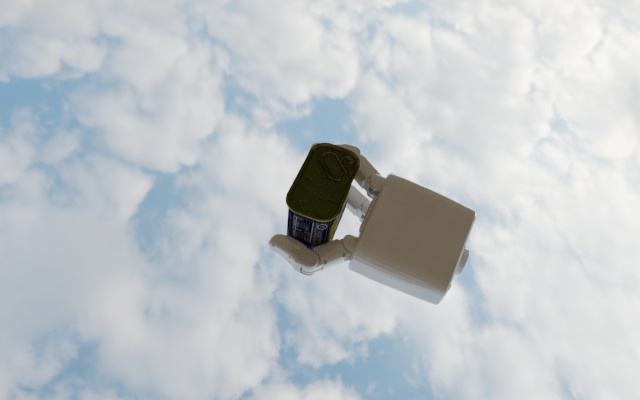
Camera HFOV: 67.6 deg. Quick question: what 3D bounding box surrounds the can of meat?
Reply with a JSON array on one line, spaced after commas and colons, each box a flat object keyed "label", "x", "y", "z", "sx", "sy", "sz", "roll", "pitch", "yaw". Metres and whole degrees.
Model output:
[{"label": "can of meat", "x": 0.000, "y": 0.002, "z": 0.532, "sx": 0.057, "sy": 0.102, "sz": 0.084, "roll": 20, "pitch": -35, "yaw": 7}]
